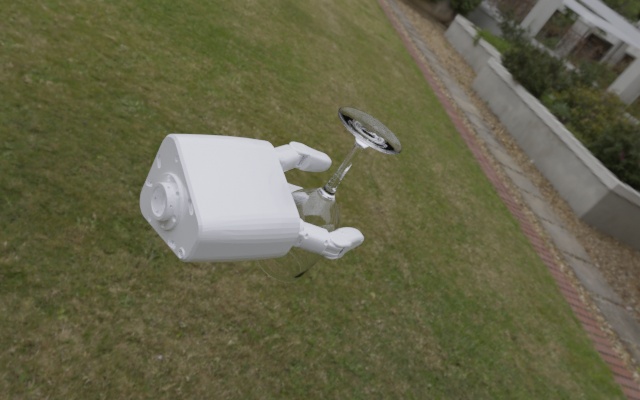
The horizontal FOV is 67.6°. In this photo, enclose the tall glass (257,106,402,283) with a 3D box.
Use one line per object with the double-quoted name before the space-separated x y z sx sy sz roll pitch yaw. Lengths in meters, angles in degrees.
"tall glass" 0.001 0.001 0.518 0.079 0.201 0.079 25 30 -16
